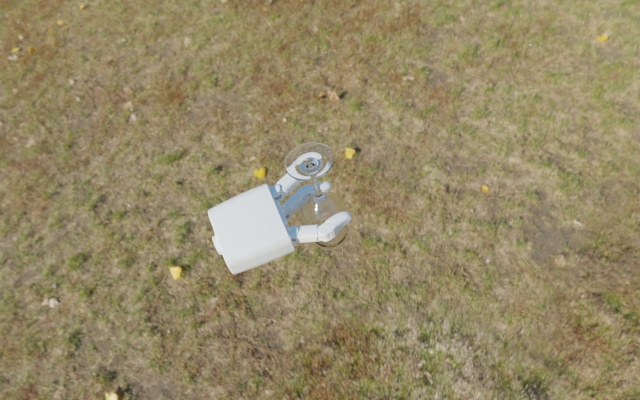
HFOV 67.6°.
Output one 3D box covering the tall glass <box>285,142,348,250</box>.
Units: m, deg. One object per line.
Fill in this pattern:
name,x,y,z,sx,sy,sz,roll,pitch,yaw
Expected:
tall glass,0.000,0.002,0.773,0.079,0.079,0.201,0,-37,13
